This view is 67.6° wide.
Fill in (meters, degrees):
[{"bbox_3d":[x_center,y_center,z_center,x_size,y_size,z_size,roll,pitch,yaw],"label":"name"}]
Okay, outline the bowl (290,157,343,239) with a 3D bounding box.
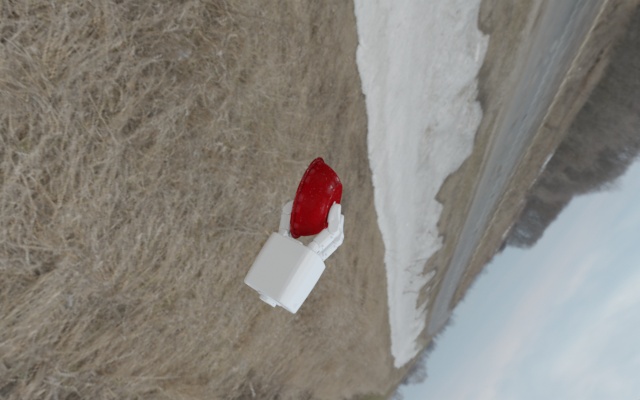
[{"bbox_3d":[0.001,0.002,0.897,0.055,0.162,0.162,17,4,15],"label":"bowl"}]
